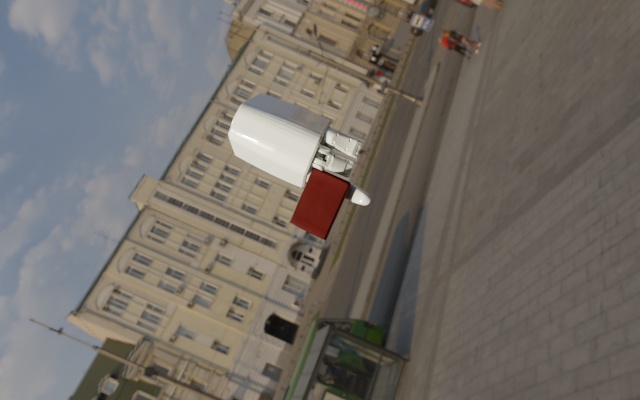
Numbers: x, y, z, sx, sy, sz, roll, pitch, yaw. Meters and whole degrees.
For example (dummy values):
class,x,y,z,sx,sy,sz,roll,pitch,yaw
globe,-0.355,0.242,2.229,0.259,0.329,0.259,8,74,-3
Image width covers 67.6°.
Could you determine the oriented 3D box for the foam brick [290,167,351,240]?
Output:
class,x,y,z,sx,sy,sz,roll,pitch,yaw
foam brick,0.000,0.002,0.614,0.051,0.078,0.053,24,6,-1
